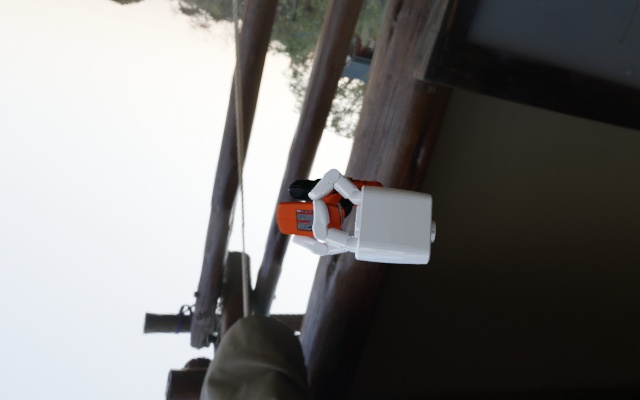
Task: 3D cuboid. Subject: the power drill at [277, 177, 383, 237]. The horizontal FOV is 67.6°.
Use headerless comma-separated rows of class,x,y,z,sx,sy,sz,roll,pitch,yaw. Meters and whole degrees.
power drill,0.000,0.003,0.816,0.184,0.057,0.187,1,19,24
